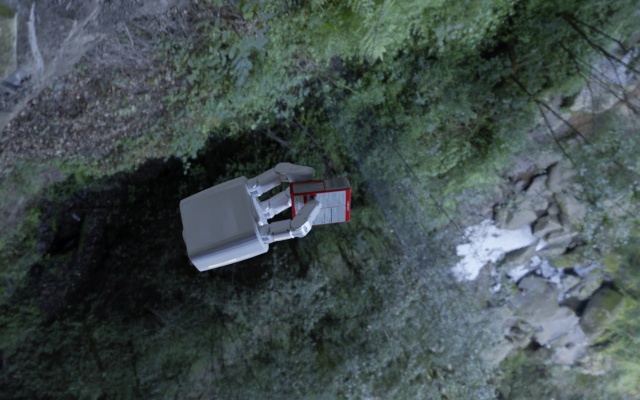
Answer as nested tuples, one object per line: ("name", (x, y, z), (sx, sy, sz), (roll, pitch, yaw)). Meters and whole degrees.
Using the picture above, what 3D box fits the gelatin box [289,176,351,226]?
("gelatin box", (0.001, 0.003, 0.721), (0.089, 0.030, 0.073), (-6, -44, -3))
